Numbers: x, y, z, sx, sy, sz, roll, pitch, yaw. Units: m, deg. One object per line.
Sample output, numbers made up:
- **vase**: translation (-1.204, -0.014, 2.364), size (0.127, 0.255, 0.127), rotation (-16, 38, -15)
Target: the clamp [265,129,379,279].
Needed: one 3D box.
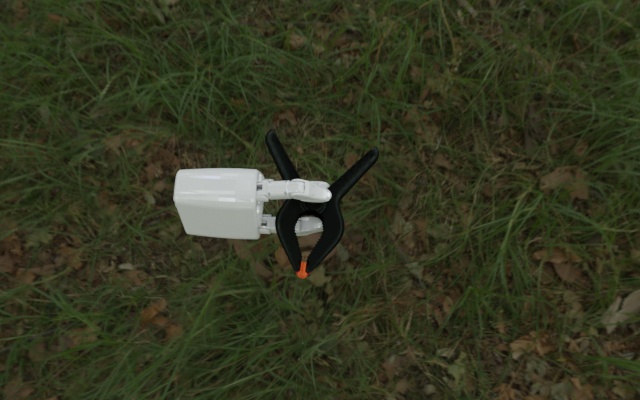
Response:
- **clamp**: translation (0.000, 0.002, 0.663), size (0.164, 0.210, 0.036), rotation (2, -17, -2)
